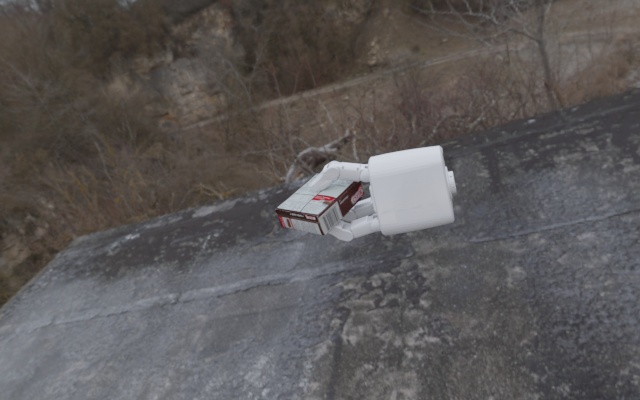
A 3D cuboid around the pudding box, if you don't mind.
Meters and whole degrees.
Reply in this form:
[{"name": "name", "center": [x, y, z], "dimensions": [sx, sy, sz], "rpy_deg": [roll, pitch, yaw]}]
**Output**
[{"name": "pudding box", "center": [0.000, 0.002, 0.738], "dimensions": [0.090, 0.039, 0.113], "rpy_deg": [8, 36, 40]}]
